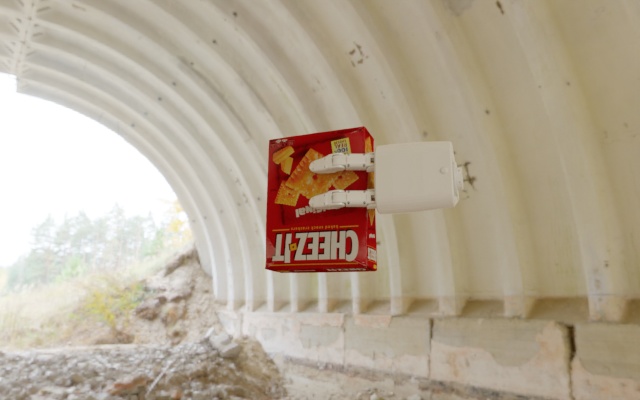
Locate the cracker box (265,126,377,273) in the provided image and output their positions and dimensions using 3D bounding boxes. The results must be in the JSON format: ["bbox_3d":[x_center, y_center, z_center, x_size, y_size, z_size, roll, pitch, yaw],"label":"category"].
[{"bbox_3d":[0.000,0.002,0.744,0.164,0.213,0.072,-4,-14,19],"label":"cracker box"}]
